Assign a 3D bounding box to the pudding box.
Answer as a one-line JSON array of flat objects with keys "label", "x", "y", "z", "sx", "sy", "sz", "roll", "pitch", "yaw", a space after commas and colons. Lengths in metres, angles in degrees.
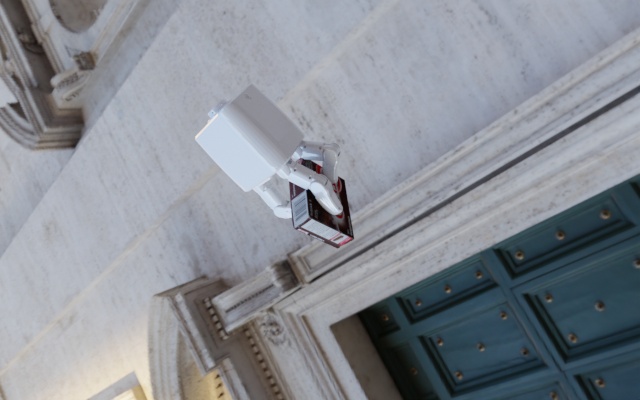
[{"label": "pudding box", "x": 0.000, "y": 0.002, "z": 0.684, "sx": 0.090, "sy": 0.113, "sz": 0.039, "roll": 27, "pitch": -46, "yaw": -37}]
